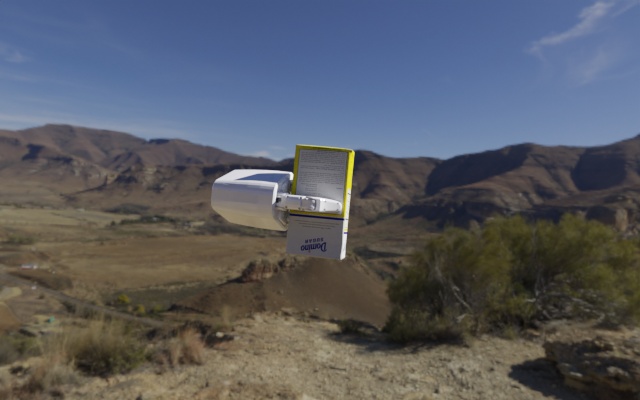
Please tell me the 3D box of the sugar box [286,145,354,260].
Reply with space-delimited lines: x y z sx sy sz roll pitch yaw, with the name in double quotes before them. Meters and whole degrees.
"sugar box" 0.000 0.002 0.769 0.093 0.176 0.048 6 0 12
